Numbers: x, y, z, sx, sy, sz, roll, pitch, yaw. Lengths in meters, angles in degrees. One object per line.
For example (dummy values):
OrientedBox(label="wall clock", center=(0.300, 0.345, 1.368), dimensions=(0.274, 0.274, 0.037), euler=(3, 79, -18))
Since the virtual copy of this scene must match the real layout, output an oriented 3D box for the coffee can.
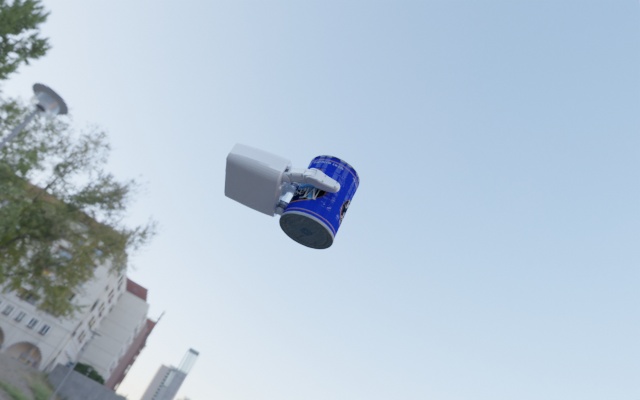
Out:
OrientedBox(label="coffee can", center=(0.000, 0.003, 0.865), dimensions=(0.103, 0.140, 0.103), euler=(18, -33, 13))
